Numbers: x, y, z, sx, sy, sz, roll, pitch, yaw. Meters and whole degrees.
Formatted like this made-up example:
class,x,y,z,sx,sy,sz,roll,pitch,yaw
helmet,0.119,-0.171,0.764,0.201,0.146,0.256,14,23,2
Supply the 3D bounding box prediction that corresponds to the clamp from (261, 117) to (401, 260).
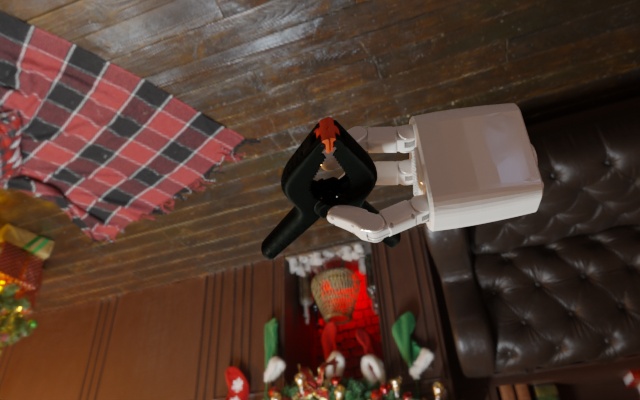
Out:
class,x,y,z,sx,sy,sz,roll,pitch,yaw
clamp,0.000,0.002,0.497,0.164,0.036,0.210,-11,-37,3
